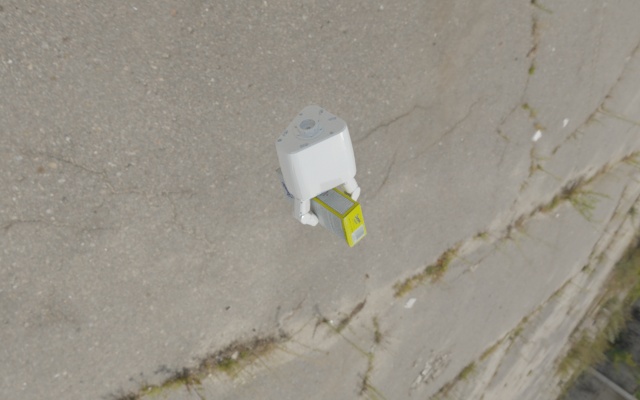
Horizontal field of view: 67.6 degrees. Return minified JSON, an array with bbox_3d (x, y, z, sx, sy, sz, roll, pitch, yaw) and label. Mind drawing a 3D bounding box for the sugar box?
[{"bbox_3d":[0.001,0.002,0.855,0.048,0.093,0.176,-40,54,-18],"label":"sugar box"}]
